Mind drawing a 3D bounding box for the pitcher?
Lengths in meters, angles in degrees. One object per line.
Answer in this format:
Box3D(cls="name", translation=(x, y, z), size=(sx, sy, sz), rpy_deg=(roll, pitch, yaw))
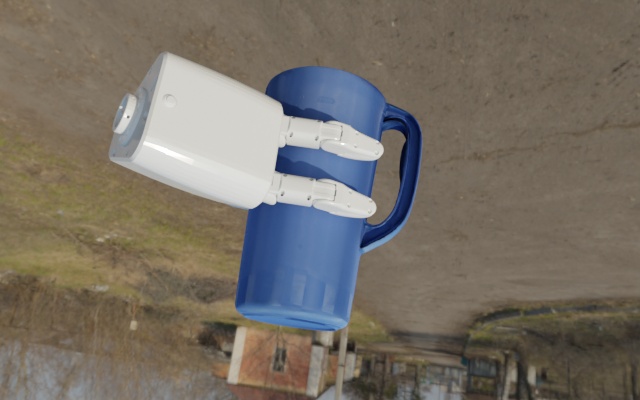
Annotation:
Box3D(cls="pitcher", translation=(0.000, 0.002, 0.479), size=(0.145, 0.242, 0.149), rpy_deg=(21, -22, -33))
